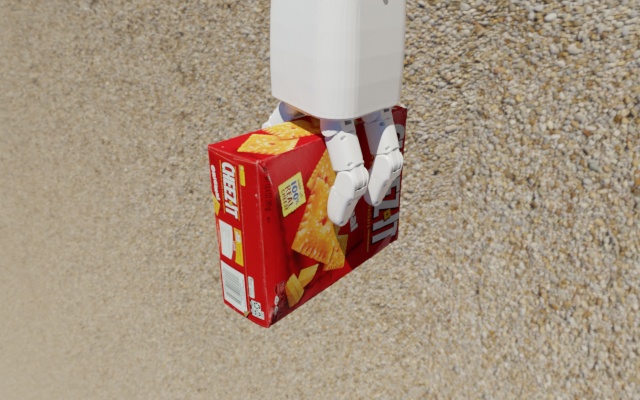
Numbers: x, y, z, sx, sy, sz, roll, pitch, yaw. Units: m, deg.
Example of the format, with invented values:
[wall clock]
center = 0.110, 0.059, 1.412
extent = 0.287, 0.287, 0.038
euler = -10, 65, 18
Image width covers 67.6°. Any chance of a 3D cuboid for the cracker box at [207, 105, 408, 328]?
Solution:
[cracker box]
center = 0.000, 0.002, 0.474
extent = 0.072, 0.164, 0.213
euler = 22, 33, 37
